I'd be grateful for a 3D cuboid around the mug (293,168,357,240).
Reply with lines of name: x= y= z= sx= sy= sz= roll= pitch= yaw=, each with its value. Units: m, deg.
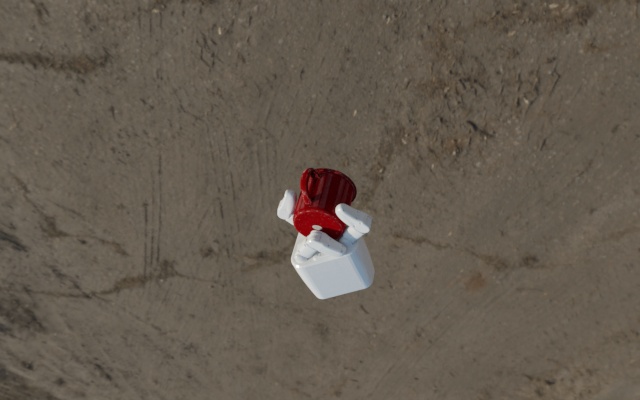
mug: x=0.000 y=0.002 z=0.734 sx=0.093 sy=0.081 sz=0.117 roll=-5 pitch=-43 yaw=24
